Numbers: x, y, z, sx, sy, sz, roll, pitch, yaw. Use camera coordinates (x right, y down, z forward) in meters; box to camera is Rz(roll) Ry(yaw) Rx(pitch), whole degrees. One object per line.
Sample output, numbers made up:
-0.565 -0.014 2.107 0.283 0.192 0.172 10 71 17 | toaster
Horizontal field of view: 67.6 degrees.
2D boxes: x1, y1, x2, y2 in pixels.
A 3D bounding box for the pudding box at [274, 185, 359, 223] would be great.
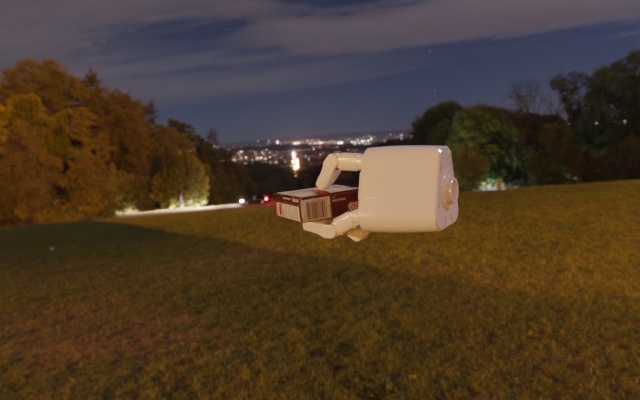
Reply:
0.000 0.002 0.704 0.113 0.039 0.090 -8 8 -29 | pudding box
